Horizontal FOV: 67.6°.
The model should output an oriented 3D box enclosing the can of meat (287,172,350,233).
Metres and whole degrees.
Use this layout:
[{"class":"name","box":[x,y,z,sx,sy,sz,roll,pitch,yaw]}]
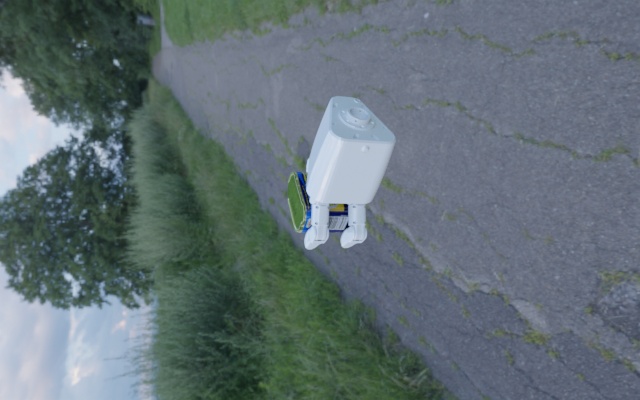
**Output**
[{"class":"can of meat","box":[0.000,0.002,0.718,0.084,0.102,0.057,1,-45,-20]}]
